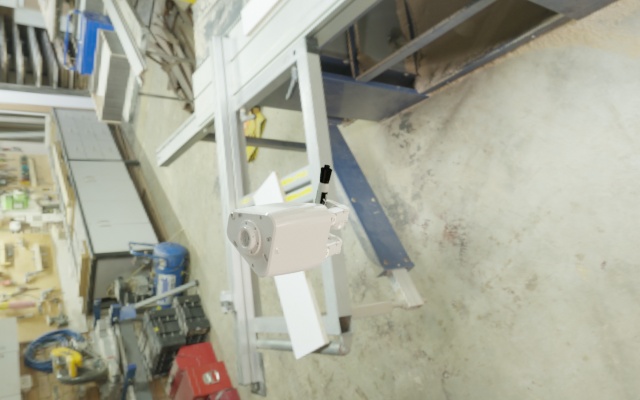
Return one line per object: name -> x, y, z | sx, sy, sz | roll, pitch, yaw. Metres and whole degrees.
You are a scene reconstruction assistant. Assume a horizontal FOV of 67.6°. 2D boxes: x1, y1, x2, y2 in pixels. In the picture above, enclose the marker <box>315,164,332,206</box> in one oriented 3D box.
marker -> 0.000, 0.002, 0.756 | 0.020, 0.121, 0.020 | 10, 16, -3
